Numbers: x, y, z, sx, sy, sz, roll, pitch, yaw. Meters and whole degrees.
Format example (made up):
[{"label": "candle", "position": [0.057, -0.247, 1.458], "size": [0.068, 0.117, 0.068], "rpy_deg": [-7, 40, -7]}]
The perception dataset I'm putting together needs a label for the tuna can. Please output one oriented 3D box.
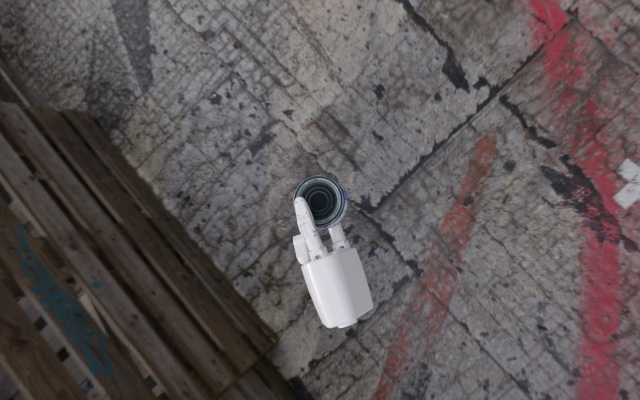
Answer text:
[{"label": "tuna can", "position": [0.000, 0.002, 0.767], "size": [0.086, 0.086, 0.034], "rpy_deg": [0, -6, 14]}]
